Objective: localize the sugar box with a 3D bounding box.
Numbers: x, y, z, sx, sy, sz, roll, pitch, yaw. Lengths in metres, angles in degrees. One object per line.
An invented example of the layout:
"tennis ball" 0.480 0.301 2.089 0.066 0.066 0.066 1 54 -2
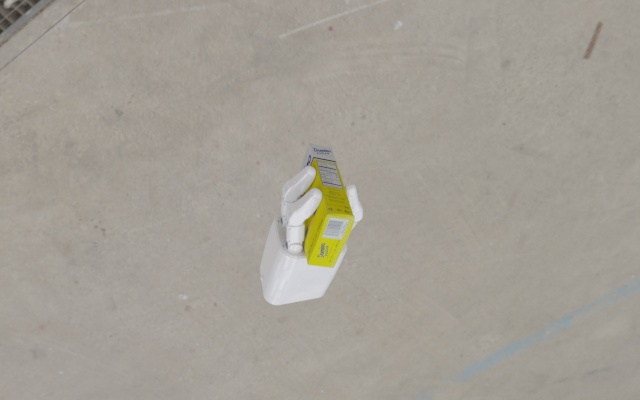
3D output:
"sugar box" 0.000 0.002 0.693 0.048 0.093 0.176 8 34 -20
